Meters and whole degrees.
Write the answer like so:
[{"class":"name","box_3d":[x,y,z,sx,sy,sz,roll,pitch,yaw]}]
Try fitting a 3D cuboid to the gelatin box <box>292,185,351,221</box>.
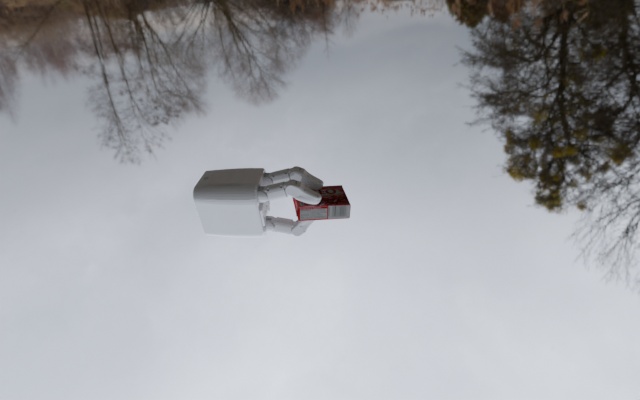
[{"class":"gelatin box","box_3d":[0.000,0.003,0.803,0.089,0.030,0.073,-2,28,-9]}]
